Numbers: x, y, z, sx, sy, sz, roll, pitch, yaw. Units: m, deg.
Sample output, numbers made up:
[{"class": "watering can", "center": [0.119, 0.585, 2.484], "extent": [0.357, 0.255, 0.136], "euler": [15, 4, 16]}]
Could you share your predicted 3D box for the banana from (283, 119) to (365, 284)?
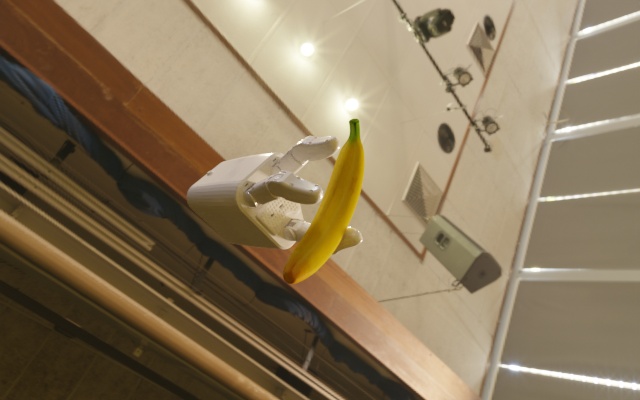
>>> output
[{"class": "banana", "center": [0.010, 0.008, 0.521], "extent": [0.037, 0.197, 0.070], "euler": [5, -27, 34]}]
